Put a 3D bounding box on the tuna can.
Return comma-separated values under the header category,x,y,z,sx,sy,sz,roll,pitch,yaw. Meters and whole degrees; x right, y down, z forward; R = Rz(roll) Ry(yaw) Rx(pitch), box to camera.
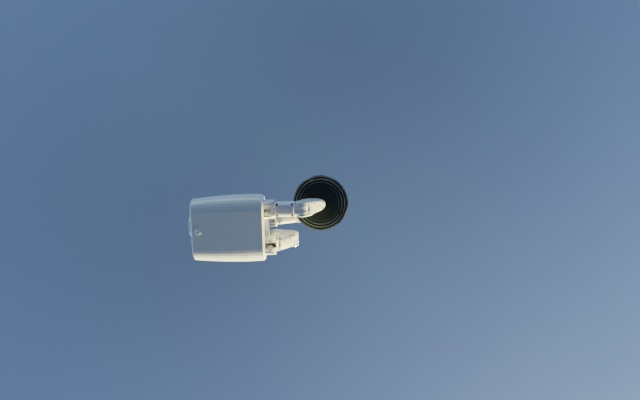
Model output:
category,x,y,z,sx,sy,sz,roll,pitch,yaw
tuna can,0.000,0.002,0.754,0.086,0.086,0.033,0,7,0
